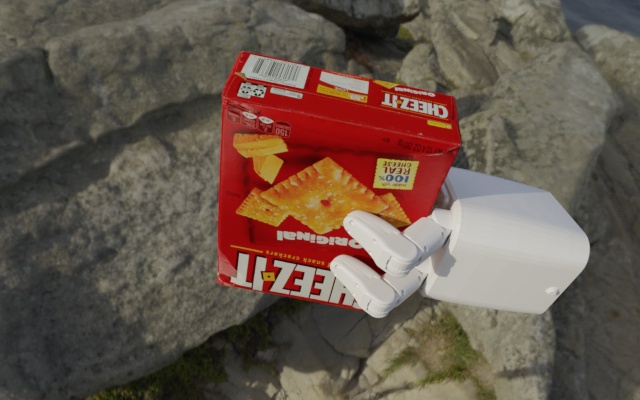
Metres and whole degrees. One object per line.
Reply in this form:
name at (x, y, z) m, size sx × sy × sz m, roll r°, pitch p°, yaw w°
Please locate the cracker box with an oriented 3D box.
cracker box at (0.000, 0.001, 0.401) m, size 0.164 × 0.214 × 0.072 m, roll 12°, pitch 44°, yaw -2°
